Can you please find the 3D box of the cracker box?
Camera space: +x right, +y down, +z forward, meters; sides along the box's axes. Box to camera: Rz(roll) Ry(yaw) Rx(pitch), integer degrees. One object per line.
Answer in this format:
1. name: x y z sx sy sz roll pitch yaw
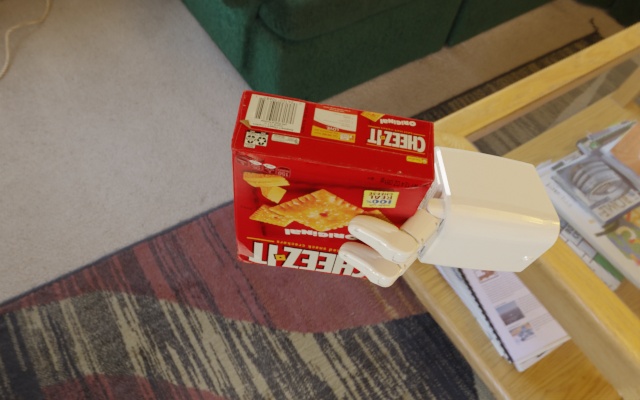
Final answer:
1. cracker box: 0.000 0.001 0.470 0.164 0.072 0.214 9 -32 -3
